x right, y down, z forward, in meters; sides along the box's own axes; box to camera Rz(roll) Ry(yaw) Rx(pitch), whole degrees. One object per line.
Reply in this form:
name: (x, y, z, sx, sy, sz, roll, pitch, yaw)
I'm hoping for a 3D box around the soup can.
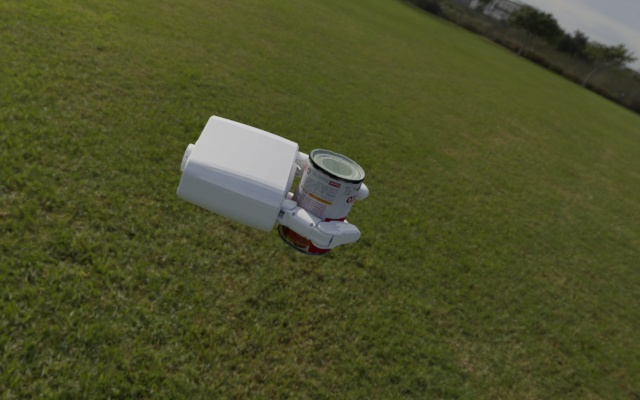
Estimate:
soup can: (0.001, 0.002, 0.539, 0.068, 0.102, 0.068, 19, 26, -10)
